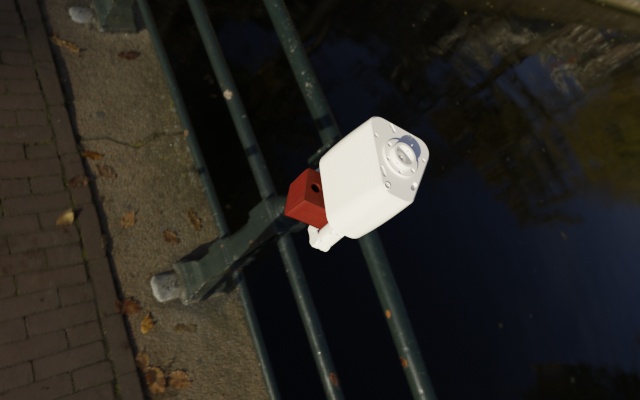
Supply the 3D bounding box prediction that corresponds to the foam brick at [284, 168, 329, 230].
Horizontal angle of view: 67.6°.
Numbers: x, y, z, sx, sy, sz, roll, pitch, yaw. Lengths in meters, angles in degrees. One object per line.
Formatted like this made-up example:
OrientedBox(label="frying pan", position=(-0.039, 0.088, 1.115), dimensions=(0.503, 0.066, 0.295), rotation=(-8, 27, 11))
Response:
OrientedBox(label="foam brick", position=(0.000, 0.002, 0.633), dimensions=(0.078, 0.053, 0.051), rotation=(23, -36, -23))
